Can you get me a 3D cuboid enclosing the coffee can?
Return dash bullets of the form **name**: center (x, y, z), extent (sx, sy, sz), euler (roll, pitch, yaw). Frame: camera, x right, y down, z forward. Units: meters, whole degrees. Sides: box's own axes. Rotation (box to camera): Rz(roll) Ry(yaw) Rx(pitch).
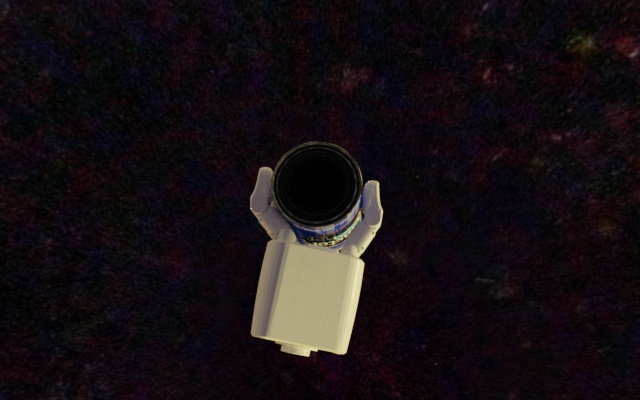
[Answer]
- **coffee can**: center (0.000, 0.002, 0.596), extent (0.103, 0.102, 0.140), euler (0, -17, 4)
